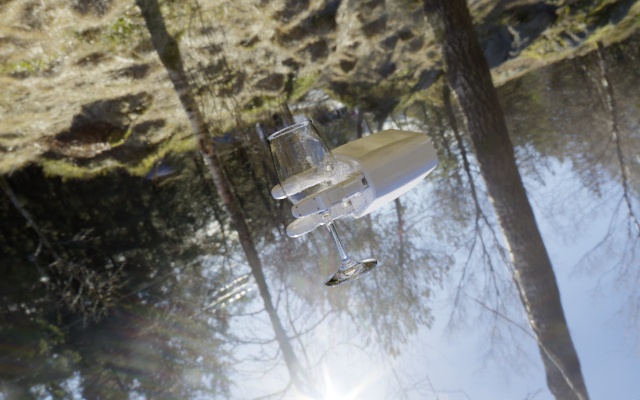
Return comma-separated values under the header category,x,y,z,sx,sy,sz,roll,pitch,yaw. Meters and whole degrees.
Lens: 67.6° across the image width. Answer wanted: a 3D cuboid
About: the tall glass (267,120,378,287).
category,x,y,z,sx,sy,sz,roll,pitch,yaw
tall glass,0.000,0.003,0.606,0.079,0.201,0.079,-24,5,2
